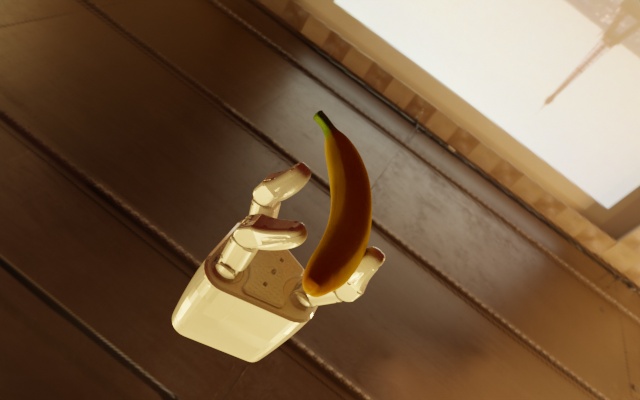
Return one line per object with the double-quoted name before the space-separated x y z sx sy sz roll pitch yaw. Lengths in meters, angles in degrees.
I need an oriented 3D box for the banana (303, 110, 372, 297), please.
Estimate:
"banana" 0.016 0.006 0.412 0.070 0.197 0.037 25 -48 -24
